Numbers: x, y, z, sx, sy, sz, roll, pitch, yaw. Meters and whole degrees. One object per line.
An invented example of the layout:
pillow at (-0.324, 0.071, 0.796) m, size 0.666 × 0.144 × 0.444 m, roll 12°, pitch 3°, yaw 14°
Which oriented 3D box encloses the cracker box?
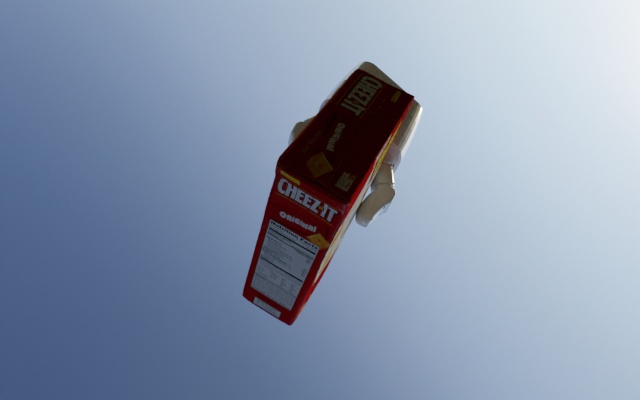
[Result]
cracker box at (0.000, 0.002, 0.477) m, size 0.072 × 0.164 × 0.214 m, roll 28°, pitch -41°, yaw 6°
